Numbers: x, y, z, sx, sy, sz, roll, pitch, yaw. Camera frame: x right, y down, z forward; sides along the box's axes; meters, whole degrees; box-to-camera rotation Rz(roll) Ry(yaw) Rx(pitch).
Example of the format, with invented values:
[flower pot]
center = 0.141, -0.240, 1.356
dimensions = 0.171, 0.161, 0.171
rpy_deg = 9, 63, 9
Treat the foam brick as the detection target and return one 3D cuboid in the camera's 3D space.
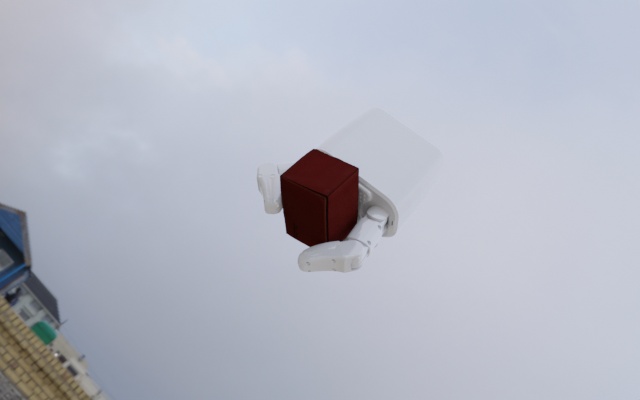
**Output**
[foam brick]
center = 0.000, 0.001, 0.445
dimensions = 0.053, 0.078, 0.051
rpy_deg = 27, 51, 26
